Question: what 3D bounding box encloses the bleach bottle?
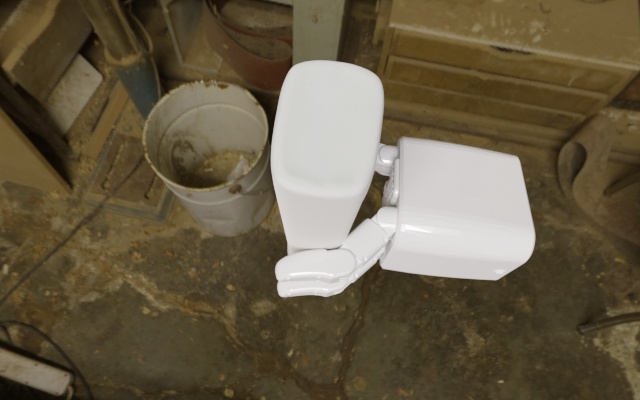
[{"bbox_3d":[0.000,0.001,0.408,0.068,0.102,0.251,8,-22,1],"label":"bleach bottle"}]
